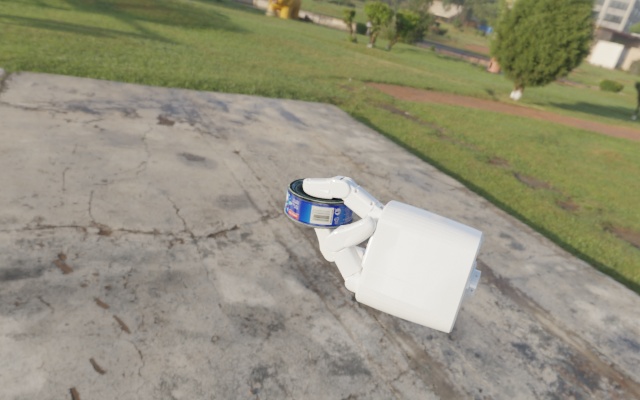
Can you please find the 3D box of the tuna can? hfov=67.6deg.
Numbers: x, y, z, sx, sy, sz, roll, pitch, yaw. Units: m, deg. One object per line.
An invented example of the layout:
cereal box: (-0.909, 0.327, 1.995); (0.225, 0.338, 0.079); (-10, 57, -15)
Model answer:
tuna can: (0.000, 0.001, 0.582); (0.086, 0.034, 0.086); (7, 21, -3)
